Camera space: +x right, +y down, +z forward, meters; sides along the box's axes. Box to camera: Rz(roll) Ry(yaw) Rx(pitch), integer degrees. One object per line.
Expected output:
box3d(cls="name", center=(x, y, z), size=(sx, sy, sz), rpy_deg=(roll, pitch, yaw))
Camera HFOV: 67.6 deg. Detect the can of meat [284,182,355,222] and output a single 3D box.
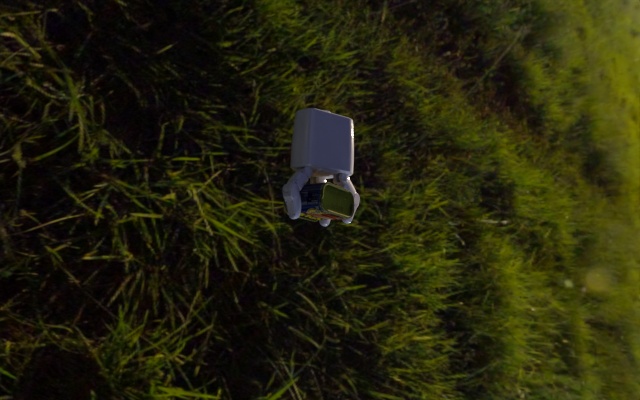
box3d(cls="can of meat", center=(0.000, 0.003, 0.849), size=(0.084, 0.057, 0.102), rpy_deg=(-5, -15, 38))
